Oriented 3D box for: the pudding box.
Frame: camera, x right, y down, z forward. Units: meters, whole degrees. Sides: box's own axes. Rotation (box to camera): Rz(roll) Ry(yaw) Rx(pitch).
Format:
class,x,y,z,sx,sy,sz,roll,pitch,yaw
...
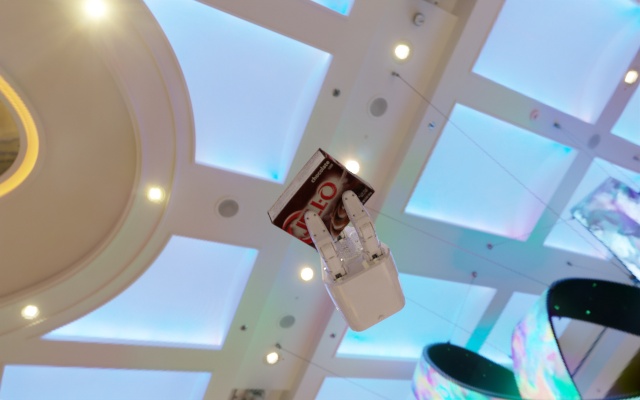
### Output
class,x,y,z,sx,sy,sz,roll,pitch,yaw
pudding box,0.000,0.002,0.621,0.090,0.113,0.039,33,10,-31
